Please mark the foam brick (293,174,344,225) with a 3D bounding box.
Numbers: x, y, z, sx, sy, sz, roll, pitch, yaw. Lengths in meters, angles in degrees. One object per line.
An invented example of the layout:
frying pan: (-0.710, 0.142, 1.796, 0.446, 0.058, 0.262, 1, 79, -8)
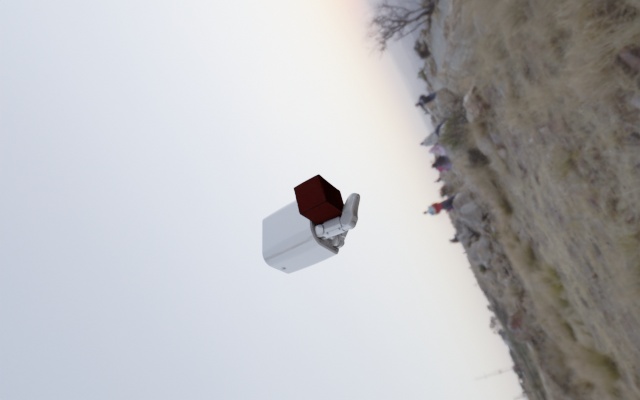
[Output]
foam brick: (0.000, 0.002, 0.774, 0.051, 0.053, 0.078, -25, -31, 19)
